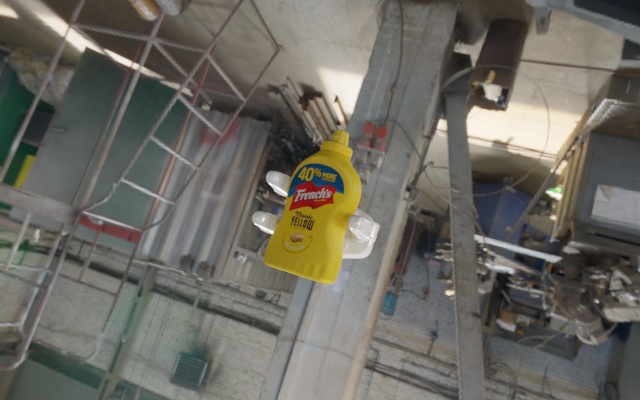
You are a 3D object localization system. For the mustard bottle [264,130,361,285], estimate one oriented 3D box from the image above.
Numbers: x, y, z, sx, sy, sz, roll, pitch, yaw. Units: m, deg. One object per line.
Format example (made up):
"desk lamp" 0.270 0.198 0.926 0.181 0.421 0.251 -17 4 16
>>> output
"mustard bottle" 0.000 0.002 0.602 0.096 0.191 0.058 12 -11 34
